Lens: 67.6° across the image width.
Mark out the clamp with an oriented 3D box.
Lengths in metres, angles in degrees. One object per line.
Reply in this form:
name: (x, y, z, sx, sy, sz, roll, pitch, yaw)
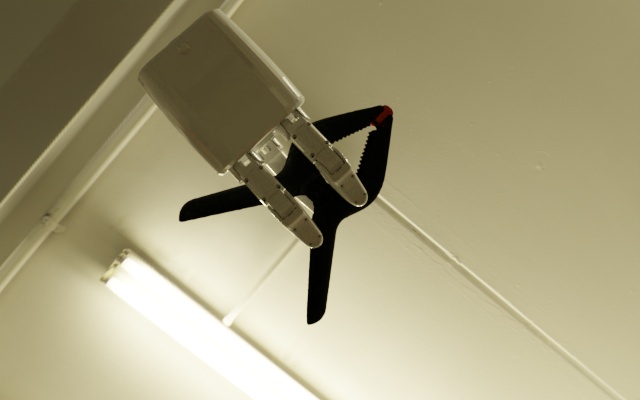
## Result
clamp: (0.000, 0.001, 0.446, 0.210, 0.164, 0.036, -43, 10, -4)
